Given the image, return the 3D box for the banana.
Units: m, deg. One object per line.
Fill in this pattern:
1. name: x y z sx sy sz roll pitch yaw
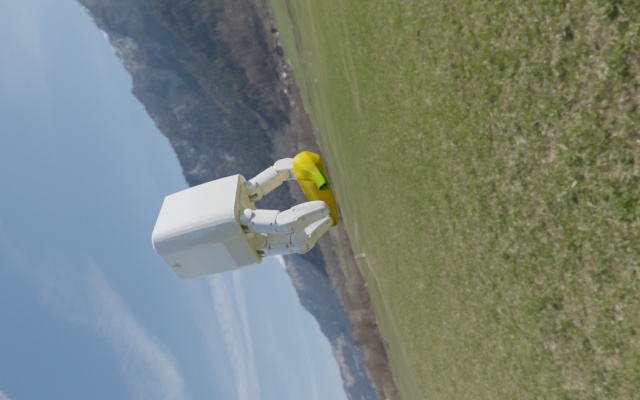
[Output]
1. banana: -0.005 -0.016 0.590 0.037 0.069 0.198 -17 -15 2
